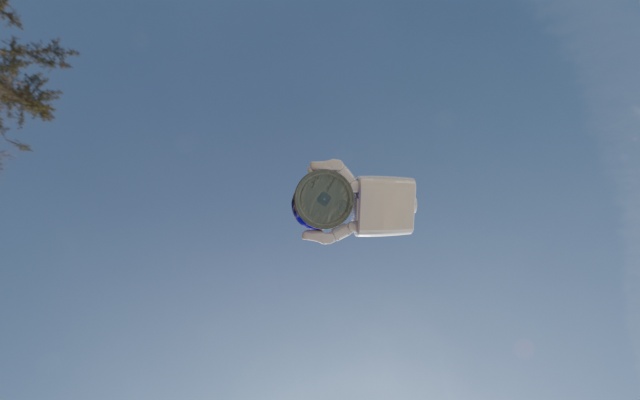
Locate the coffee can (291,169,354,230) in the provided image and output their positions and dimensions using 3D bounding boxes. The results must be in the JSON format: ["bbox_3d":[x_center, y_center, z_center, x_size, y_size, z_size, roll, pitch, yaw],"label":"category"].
[{"bbox_3d":[0.000,0.003,0.874,0.103,0.103,0.140,0,-4,-5],"label":"coffee can"}]
